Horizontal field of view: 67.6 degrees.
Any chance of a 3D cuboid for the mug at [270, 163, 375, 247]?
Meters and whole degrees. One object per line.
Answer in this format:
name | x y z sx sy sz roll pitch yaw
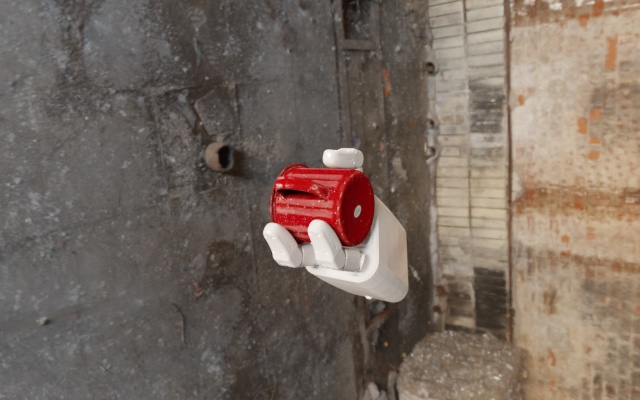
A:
mug | 0.000 0.001 0.507 0.081 0.093 0.117 4 -21 34
